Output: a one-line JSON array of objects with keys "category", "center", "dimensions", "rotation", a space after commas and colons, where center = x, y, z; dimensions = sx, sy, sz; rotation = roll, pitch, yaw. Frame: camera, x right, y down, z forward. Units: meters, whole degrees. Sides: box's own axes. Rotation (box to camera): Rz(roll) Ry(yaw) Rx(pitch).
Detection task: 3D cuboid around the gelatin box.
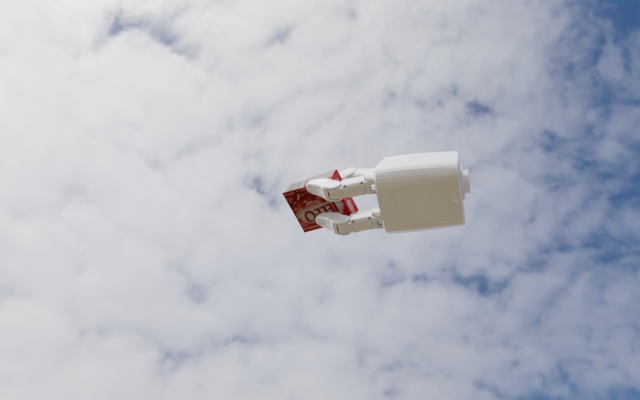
[{"category": "gelatin box", "center": [0.000, 0.002, 0.693], "dimensions": [0.089, 0.073, 0.030], "rotation": [-16, 25, 28]}]
